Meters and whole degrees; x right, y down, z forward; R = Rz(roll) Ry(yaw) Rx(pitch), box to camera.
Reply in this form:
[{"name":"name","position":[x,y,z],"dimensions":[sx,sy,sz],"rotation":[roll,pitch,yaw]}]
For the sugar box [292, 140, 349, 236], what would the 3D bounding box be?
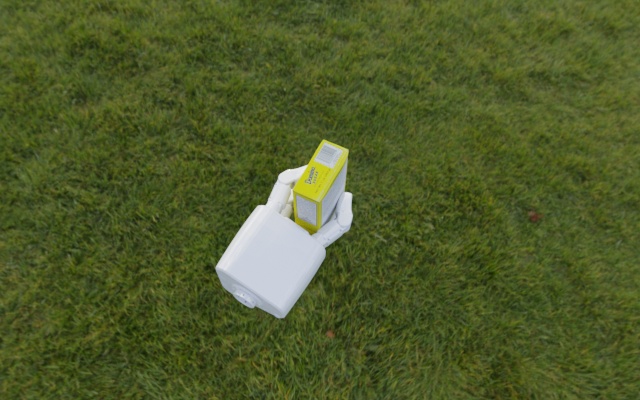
[{"name":"sugar box","position":[0.000,0.002,0.694],"dimensions":[0.048,0.093,0.176],"rotation":[26,-27,10]}]
